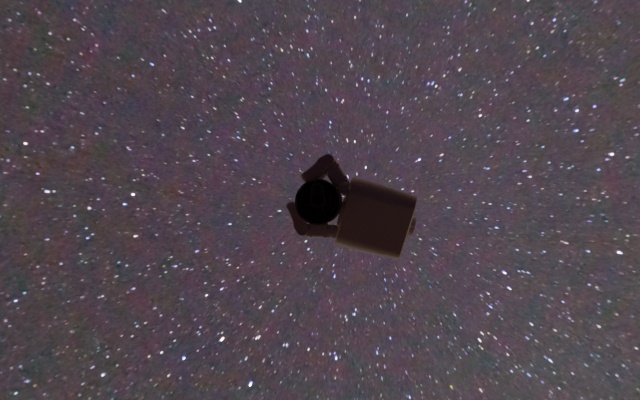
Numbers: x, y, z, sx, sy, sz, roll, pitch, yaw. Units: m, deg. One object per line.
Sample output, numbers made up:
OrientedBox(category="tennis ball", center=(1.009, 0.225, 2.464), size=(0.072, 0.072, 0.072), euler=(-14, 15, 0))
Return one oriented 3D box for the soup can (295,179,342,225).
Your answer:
OrientedBox(category="soup can", center=(0.000, 0.002, 0.750), size=(0.068, 0.068, 0.102), euler=(0, 0, 5))
